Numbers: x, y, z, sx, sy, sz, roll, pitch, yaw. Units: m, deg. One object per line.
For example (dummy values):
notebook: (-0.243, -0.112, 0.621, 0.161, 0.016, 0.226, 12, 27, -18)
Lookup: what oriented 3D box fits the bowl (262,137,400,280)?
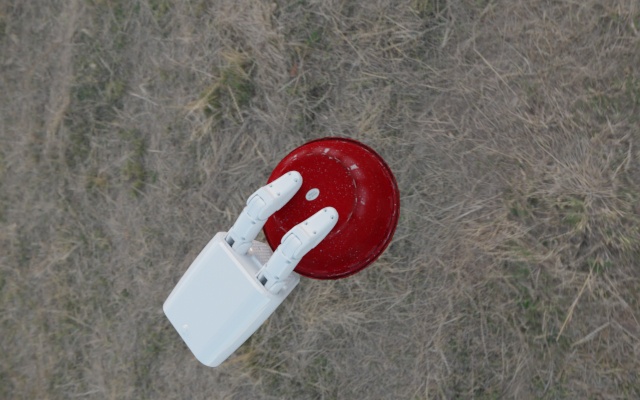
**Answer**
bowl: (0.001, 0.000, 0.505, 0.162, 0.162, 0.055, 0, -12, 18)
